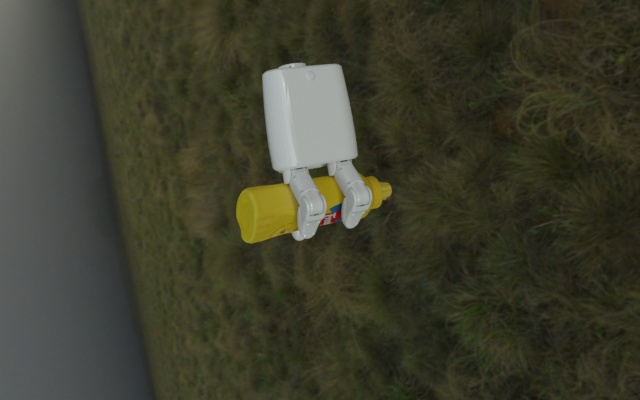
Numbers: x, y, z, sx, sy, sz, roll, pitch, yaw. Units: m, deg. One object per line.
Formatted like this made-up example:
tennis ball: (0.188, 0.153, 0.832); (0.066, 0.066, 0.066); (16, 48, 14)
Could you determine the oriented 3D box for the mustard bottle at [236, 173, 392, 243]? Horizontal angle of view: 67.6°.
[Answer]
mustard bottle: (0.000, 0.002, 0.575); (0.191, 0.058, 0.096); (-11, -18, -23)
